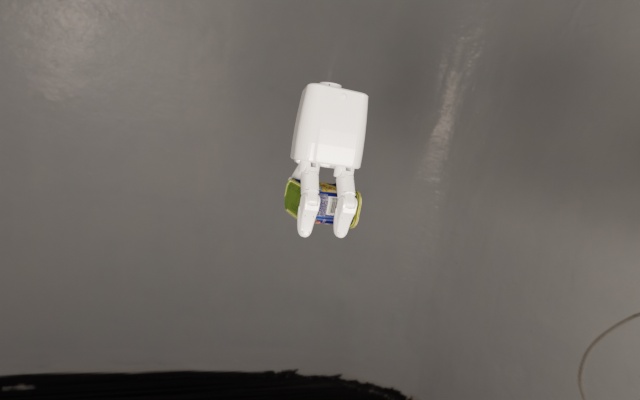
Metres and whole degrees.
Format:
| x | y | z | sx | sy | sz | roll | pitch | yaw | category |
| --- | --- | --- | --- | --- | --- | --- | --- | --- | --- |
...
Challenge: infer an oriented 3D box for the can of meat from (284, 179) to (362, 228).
| x | y | z | sx | sy | sz | roll | pitch | yaw | category |
| --- | --- | --- | --- | --- | --- | --- | --- | --- | --- |
| 0.000 | 0.002 | 0.718 | 0.084 | 0.057 | 0.102 | 6 | 10 | -25 | can of meat |
